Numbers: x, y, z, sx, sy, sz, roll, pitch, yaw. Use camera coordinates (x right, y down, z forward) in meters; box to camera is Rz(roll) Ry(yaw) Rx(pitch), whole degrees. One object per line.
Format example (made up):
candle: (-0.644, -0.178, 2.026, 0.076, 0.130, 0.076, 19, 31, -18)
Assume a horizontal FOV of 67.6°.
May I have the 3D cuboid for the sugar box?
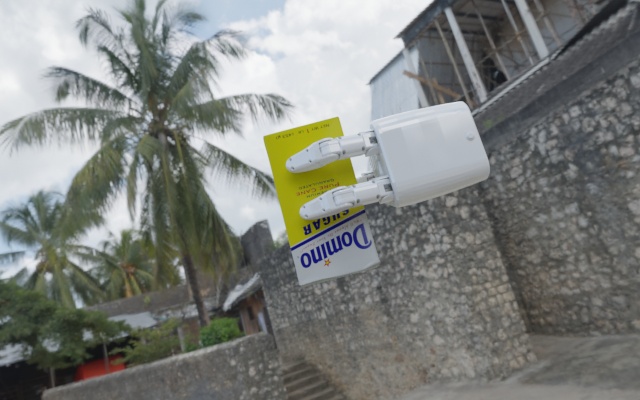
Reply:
sugar box: (0.000, 0.002, 0.544, 0.093, 0.176, 0.048, -16, -12, 0)
